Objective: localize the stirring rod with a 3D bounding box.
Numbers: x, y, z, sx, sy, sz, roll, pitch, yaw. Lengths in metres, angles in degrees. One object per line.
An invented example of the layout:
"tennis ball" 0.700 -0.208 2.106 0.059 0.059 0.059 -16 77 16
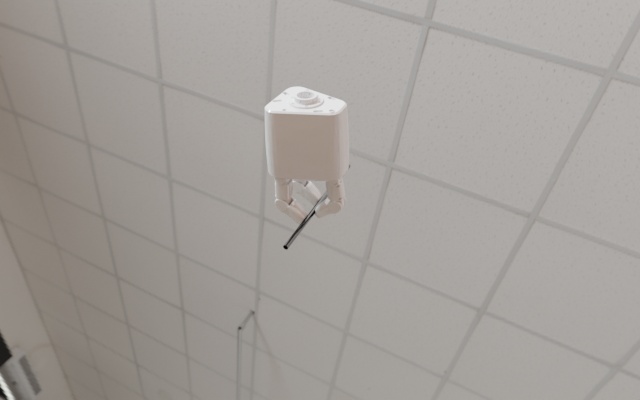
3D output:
"stirring rod" 0.000 0.003 0.773 0.011 0.011 0.239 0 33 30
